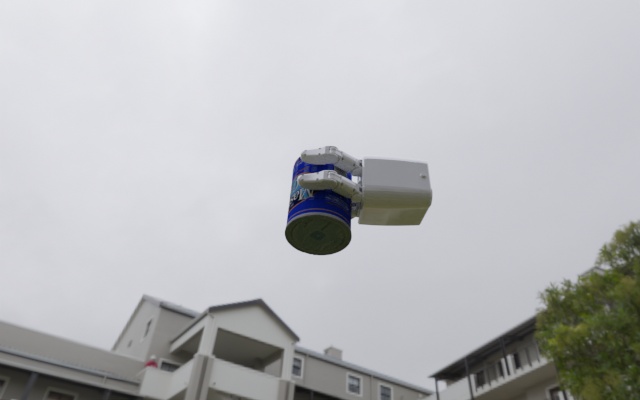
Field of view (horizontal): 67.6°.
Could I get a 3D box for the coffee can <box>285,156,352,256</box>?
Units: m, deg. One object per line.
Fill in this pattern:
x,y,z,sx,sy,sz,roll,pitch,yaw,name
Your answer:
0.000,0.003,0.772,0.103,0.140,0.103,2,-41,2,coffee can
